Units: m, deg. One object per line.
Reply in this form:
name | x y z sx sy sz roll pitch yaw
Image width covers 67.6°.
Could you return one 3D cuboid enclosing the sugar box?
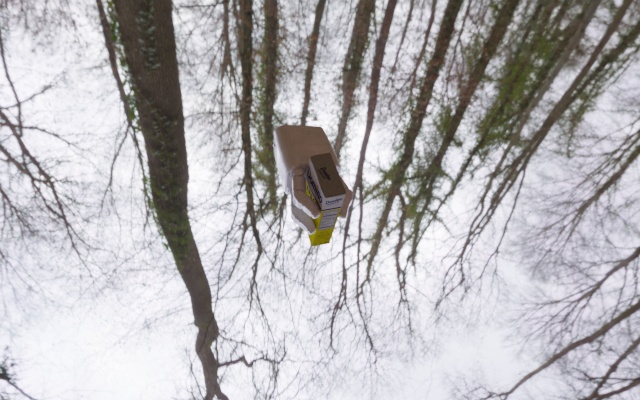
sugar box | 0.000 0.003 0.886 0.048 0.093 0.176 -12 -31 -14
